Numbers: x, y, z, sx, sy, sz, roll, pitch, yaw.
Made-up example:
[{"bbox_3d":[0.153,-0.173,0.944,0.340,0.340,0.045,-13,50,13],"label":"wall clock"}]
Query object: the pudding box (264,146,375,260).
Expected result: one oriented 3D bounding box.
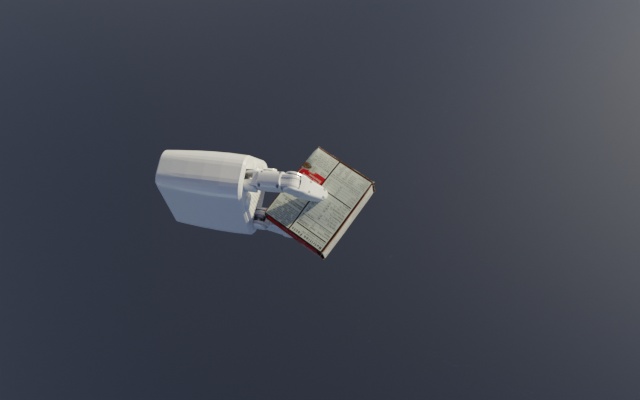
[{"bbox_3d":[0.000,0.002,0.591,0.090,0.113,0.039,35,-10,14],"label":"pudding box"}]
